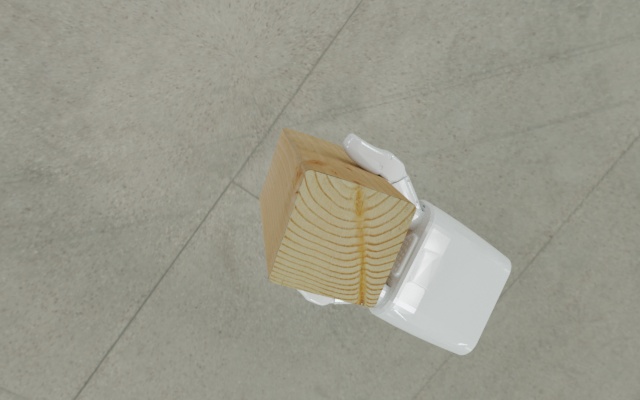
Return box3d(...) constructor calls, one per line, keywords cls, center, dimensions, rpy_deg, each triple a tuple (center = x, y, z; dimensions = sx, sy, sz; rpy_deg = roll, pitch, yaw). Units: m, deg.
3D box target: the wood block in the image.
box3d(cls="wood block", center=(0.001, 0.001, 0.445), dimensions=(0.090, 0.091, 0.206), rpy_deg=(17, 13, -14))
